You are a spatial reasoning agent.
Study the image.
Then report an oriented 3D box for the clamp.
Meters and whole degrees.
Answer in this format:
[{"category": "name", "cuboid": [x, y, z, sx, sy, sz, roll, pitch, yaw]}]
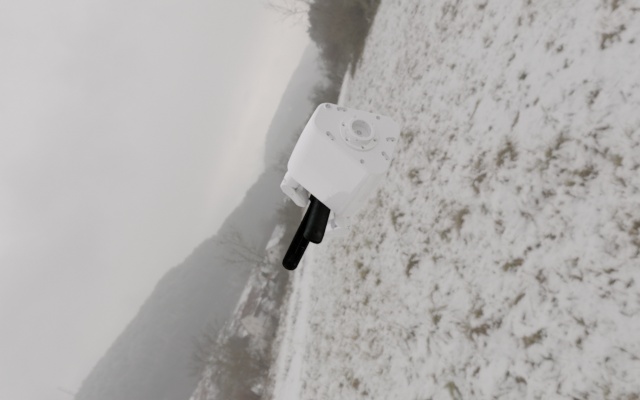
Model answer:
[{"category": "clamp", "cuboid": [0.000, 0.001, 0.707, 0.036, 0.210, 0.165, 26, -32, -6]}]
